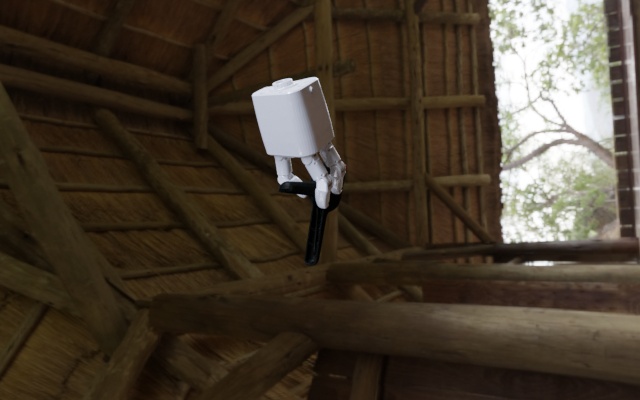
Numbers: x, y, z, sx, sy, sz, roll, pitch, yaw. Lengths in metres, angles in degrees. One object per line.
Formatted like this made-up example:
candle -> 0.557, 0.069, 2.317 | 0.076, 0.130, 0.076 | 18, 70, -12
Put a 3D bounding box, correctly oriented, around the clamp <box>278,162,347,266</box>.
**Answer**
clamp -> 0.000, 0.002, 0.853 | 0.036, 0.165, 0.210 | 1, 28, 27
